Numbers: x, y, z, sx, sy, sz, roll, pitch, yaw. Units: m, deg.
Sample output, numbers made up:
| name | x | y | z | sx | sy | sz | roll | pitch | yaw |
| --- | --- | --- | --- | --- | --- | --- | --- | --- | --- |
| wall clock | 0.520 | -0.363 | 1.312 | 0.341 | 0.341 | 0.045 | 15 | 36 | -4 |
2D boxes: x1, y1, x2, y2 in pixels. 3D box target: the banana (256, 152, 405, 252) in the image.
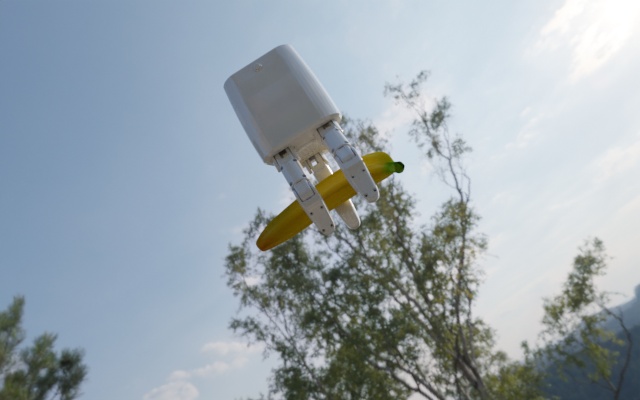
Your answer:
| name | x | y | z | sx | sy | sz | roll | pitch | yaw |
| --- | --- | --- | --- | --- | --- | --- | --- | --- | --- |
| banana | 0.008 | -0.005 | 0.543 | 0.198 | 0.037 | 0.069 | -33 | 4 | 23 |
